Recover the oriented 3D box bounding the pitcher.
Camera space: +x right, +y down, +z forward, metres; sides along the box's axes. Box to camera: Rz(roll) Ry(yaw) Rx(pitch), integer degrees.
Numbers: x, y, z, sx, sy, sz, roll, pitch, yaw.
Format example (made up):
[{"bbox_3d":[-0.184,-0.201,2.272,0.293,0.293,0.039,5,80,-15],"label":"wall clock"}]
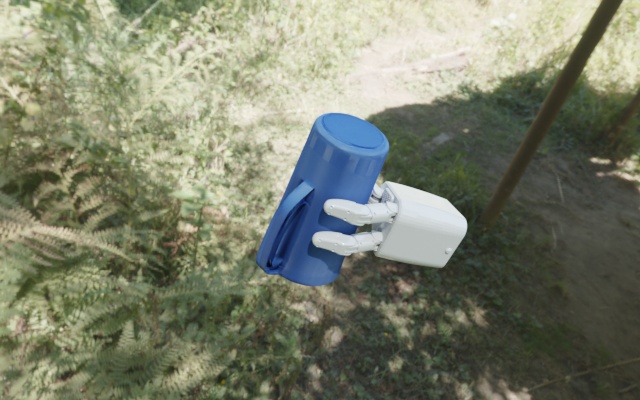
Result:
[{"bbox_3d":[0.000,0.002,0.694,0.145,0.243,0.149,14,34,-12],"label":"pitcher"}]
